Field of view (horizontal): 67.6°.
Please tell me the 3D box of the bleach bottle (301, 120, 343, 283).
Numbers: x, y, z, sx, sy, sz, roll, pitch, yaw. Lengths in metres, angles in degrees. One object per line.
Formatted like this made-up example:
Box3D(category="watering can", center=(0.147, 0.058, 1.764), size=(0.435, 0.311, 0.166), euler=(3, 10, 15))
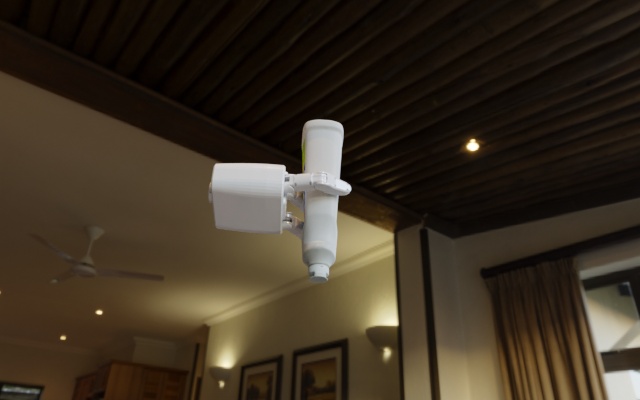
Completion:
Box3D(category="bleach bottle", center=(0.000, 0.002, 0.751), size=(0.068, 0.250, 0.103), euler=(3, -29, -2))
